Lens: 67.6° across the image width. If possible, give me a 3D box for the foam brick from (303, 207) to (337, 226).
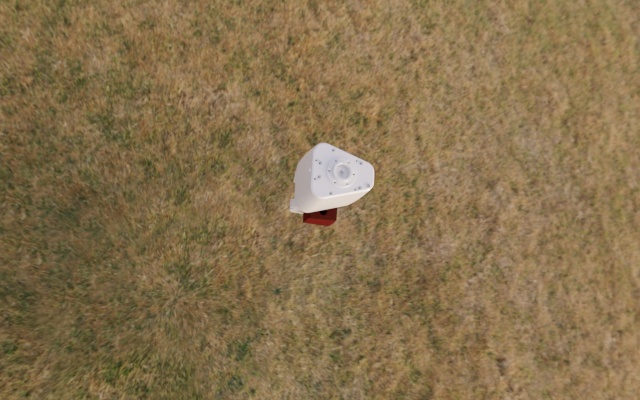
[{"bbox_3d":[0.000,0.003,0.872,0.053,0.078,0.051,7,-13,-14],"label":"foam brick"}]
